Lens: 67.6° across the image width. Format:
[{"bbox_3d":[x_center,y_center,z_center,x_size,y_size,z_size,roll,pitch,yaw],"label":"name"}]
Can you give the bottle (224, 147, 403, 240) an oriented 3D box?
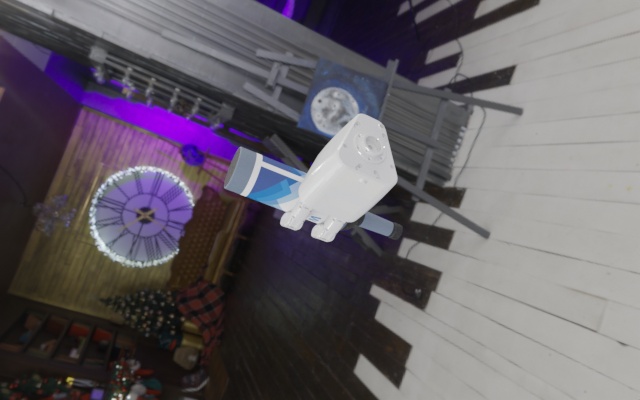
[{"bbox_3d":[0.000,0.002,0.749,0.296,0.069,0.069,22,-7,-19],"label":"bottle"}]
